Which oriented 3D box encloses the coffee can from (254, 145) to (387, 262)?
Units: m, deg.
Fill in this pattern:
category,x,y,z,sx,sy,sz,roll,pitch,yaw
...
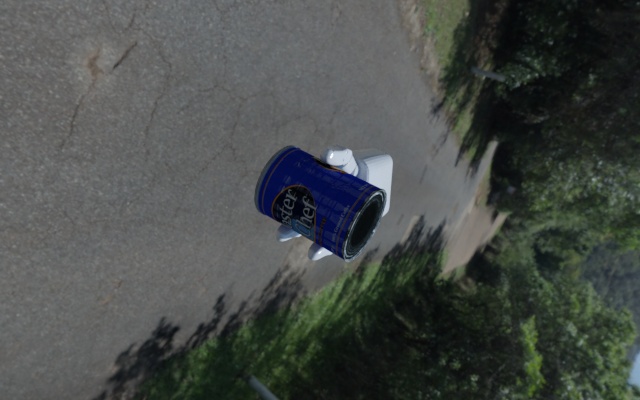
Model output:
category,x,y,z,sx,sy,sz,roll,pitch,yaw
coffee can,0.000,0.002,0.621,0.140,0.103,0.103,28,11,22
